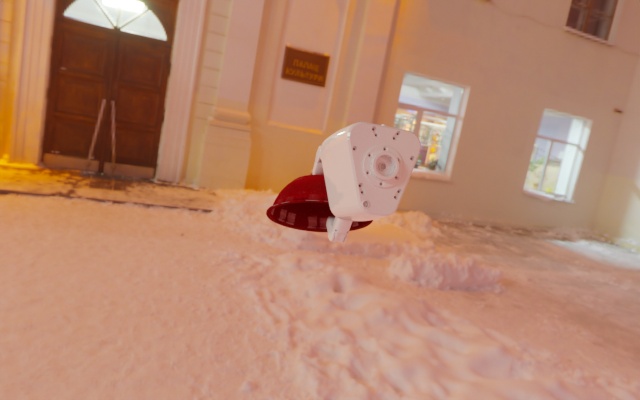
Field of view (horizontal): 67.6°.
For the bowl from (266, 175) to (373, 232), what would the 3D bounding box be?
[{"bbox_3d":[-0.001,0.002,0.729,0.162,0.055,0.162,3,-19,1],"label":"bowl"}]
